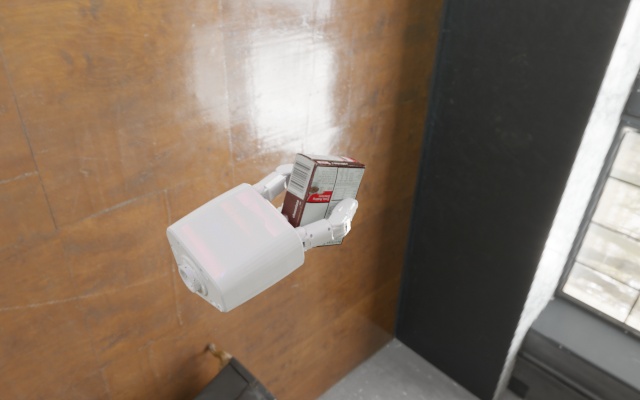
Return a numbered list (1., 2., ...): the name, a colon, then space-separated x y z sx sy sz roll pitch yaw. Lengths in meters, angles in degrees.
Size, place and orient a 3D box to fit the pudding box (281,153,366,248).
1. pudding box: 0.000 0.002 0.583 0.090 0.113 0.039 -2 26 -46
